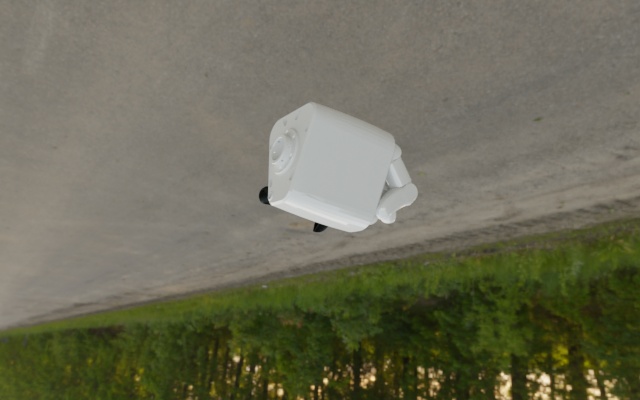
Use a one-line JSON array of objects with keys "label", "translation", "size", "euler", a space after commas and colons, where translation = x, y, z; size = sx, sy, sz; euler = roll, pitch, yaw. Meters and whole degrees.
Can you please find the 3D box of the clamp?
[{"label": "clamp", "translation": [0.000, 0.003, 0.622], "size": [0.120, 0.039, 0.171], "euler": [21, -24, -31]}]
